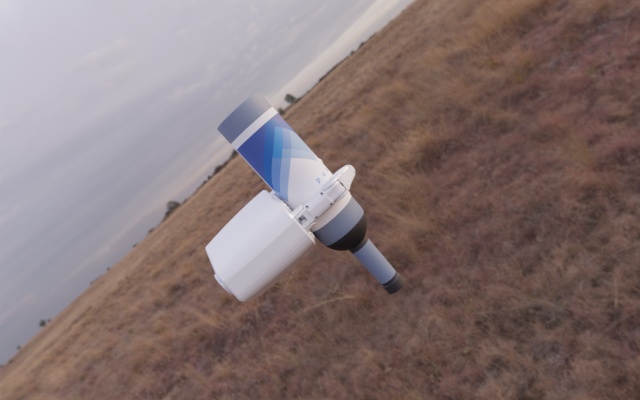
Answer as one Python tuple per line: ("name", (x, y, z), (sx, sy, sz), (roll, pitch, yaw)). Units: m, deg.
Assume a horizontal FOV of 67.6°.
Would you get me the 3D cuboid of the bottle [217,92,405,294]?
("bottle", (0.000, 0.002, 0.584), (0.069, 0.296, 0.069), (-41, 9, 8))
